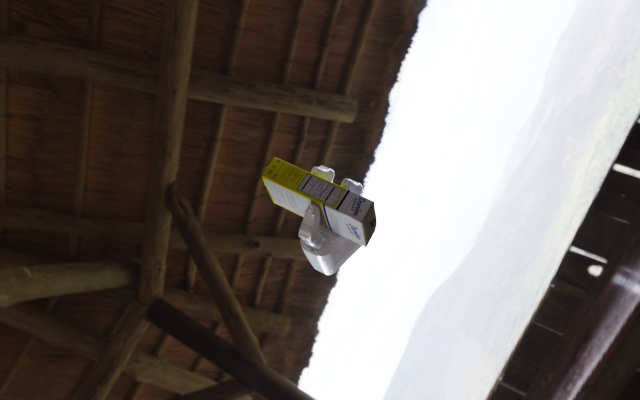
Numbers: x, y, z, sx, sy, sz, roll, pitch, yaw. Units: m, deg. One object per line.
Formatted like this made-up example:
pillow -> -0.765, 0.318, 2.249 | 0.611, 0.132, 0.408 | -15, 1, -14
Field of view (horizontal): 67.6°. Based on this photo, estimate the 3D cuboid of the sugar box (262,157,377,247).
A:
sugar box -> 0.000, 0.002, 0.734 | 0.176, 0.048, 0.093 | 23, -22, 19
